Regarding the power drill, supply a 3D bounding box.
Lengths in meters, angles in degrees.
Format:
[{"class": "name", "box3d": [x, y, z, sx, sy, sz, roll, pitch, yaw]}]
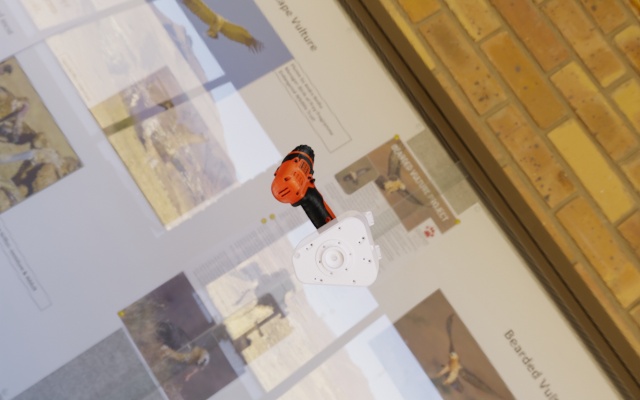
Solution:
[{"class": "power drill", "box3d": [0.000, 0.003, 0.784, 0.057, 0.188, 0.184, -34, 15, 22]}]
